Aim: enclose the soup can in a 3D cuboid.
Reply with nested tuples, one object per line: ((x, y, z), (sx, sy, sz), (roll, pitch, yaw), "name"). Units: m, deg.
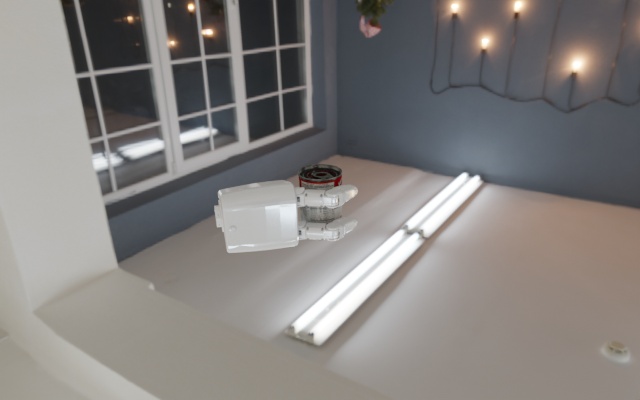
((0.001, 0.003, 0.745), (0.068, 0.102, 0.068), (-1, 24, 0), "soup can")
